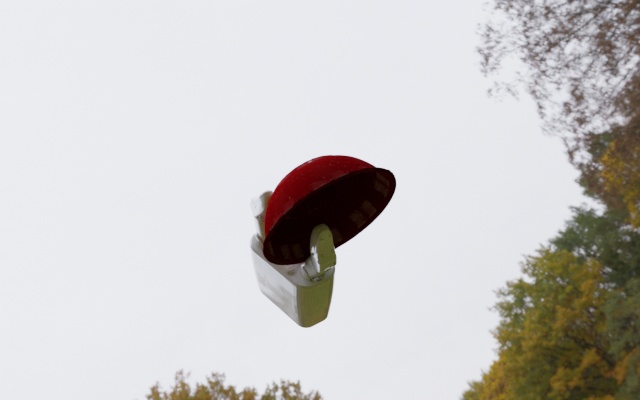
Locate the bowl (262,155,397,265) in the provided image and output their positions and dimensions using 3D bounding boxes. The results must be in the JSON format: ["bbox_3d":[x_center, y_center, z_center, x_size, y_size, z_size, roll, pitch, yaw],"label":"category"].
[{"bbox_3d":[0.000,0.001,0.516,0.162,0.055,0.162,-26,-26,-14],"label":"bowl"}]
